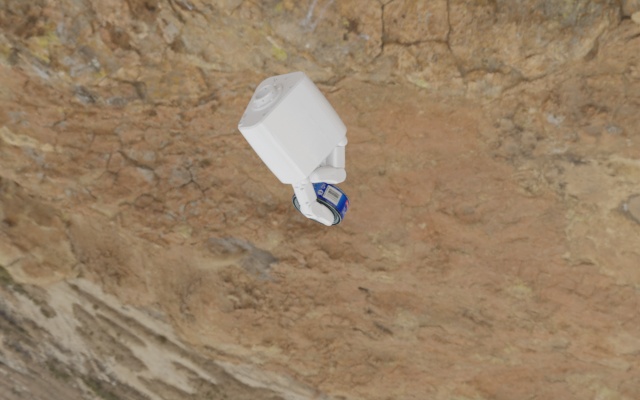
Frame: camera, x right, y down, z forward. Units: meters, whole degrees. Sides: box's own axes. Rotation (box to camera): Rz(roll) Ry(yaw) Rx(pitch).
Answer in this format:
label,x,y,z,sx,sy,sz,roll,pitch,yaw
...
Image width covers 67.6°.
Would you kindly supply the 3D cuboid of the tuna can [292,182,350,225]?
label,x,y,z,sx,sy,sz,roll,pitch,yaw
tuna can,0.000,0.003,0.735,0.086,0.033,0.086,21,-26,11
